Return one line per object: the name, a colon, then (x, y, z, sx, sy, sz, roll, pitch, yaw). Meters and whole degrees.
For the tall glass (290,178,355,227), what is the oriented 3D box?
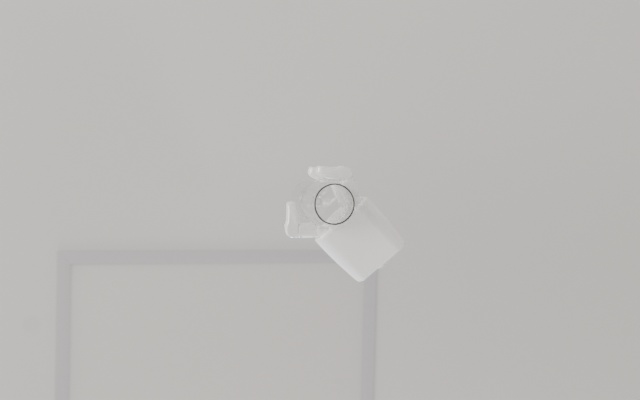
tall glass: (0.000, 0.003, 0.802, 0.079, 0.079, 0.201, 0, 2, -12)
